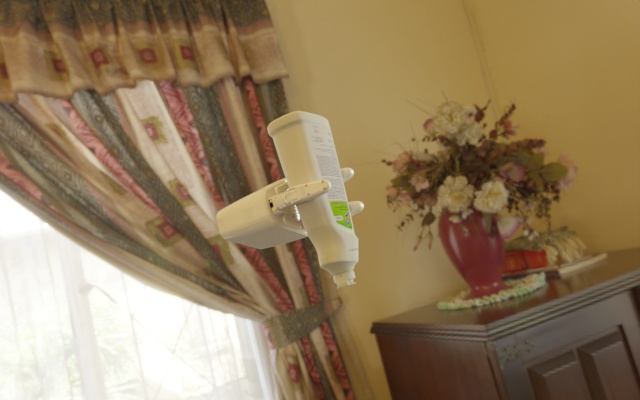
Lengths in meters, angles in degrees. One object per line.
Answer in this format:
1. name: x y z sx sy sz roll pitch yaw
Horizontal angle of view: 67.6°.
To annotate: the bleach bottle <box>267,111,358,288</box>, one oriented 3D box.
1. bleach bottle: 0.000 0.002 0.692 0.068 0.251 0.102 -20 -10 31
